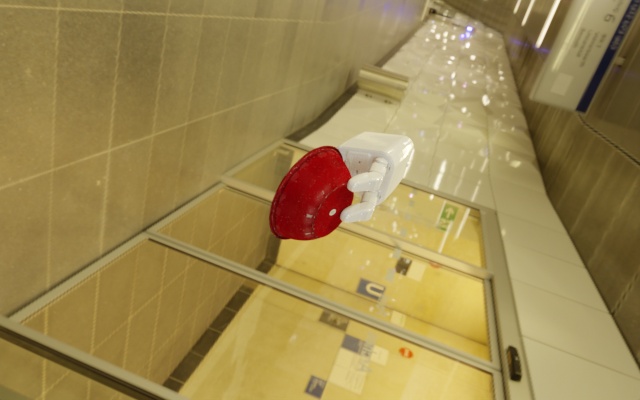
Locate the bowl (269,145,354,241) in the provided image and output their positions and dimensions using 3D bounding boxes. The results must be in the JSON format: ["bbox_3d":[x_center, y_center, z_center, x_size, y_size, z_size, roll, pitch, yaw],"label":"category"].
[{"bbox_3d":[0.000,0.003,0.707,0.055,0.162,0.162,34,18,28],"label":"bowl"}]
